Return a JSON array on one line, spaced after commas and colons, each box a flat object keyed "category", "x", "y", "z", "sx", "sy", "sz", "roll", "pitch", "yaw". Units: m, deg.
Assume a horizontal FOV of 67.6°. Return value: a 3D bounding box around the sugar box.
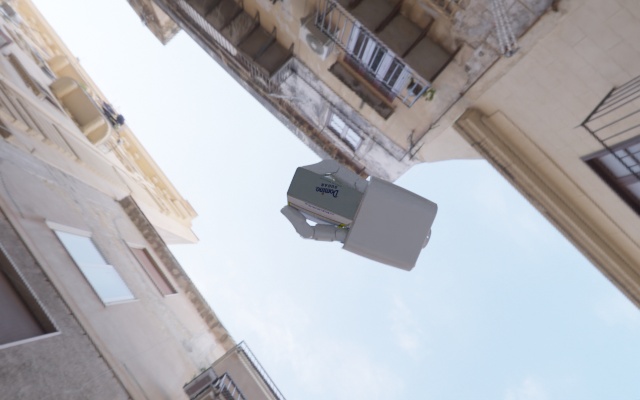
[{"category": "sugar box", "x": 0.000, "y": 0.002, "z": 0.678, "sx": 0.093, "sy": 0.048, "sz": 0.176, "roll": 22, "pitch": -11, "yaw": -2}]
